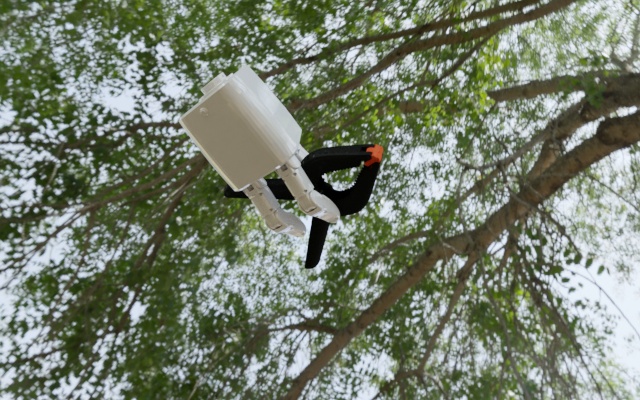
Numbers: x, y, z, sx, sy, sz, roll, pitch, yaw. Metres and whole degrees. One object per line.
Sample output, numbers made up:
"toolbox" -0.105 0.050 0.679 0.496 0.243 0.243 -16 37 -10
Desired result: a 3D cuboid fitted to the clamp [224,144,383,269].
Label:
"clamp" 0.001 0.001 0.596 0.210 0.164 0.036 -27 25 32
